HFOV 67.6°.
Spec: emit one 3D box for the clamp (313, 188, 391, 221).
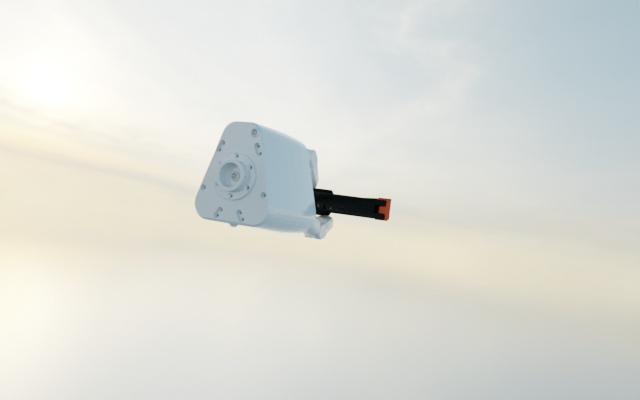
[{"bbox_3d":[0.001,0.001,0.665,0.210,0.036,0.164,6,0,23],"label":"clamp"}]
